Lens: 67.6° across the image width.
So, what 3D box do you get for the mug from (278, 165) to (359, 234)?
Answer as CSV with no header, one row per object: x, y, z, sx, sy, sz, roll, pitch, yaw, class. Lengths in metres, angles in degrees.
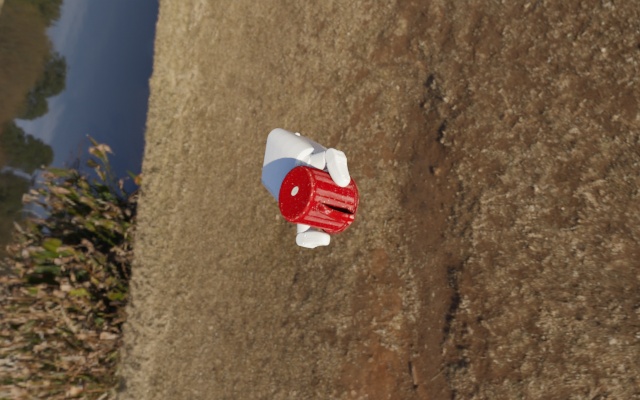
0.001,0.003,0.674,0.081,0.093,0.117,14,17,-40,mug
